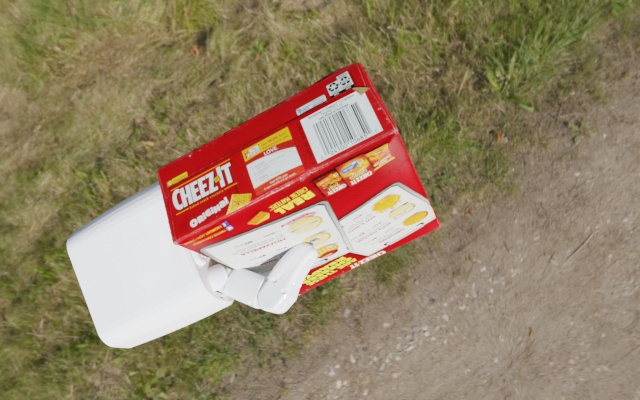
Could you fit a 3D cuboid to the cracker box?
[{"bbox_3d":[0.000,0.001,0.402,0.164,0.072,0.214,-27,-26,10],"label":"cracker box"}]
